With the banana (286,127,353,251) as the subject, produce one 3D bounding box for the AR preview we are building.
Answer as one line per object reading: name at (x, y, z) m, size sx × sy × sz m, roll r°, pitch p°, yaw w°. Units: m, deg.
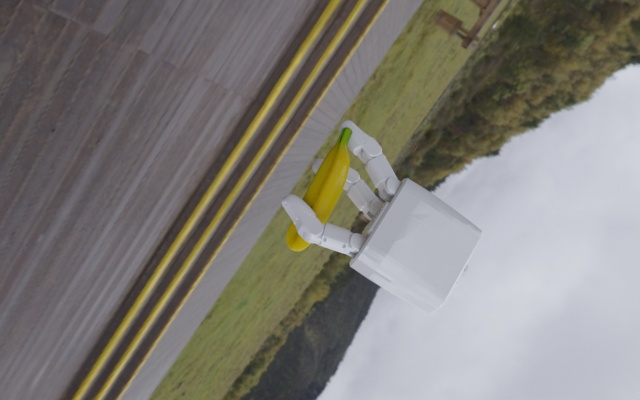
banana at (-0.005, 0.009, 0.573) m, size 0.037 × 0.198 × 0.069 m, roll 30°, pitch 37°, yaw 3°
